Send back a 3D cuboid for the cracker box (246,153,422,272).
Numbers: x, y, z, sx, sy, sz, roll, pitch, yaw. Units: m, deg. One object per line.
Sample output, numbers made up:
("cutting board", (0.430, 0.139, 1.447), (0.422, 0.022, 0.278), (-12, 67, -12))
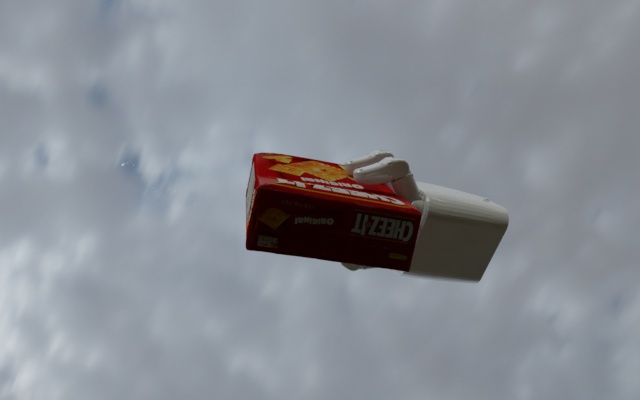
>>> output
("cracker box", (0.000, 0.002, 0.547), (0.164, 0.072, 0.213), (9, 12, -11))
